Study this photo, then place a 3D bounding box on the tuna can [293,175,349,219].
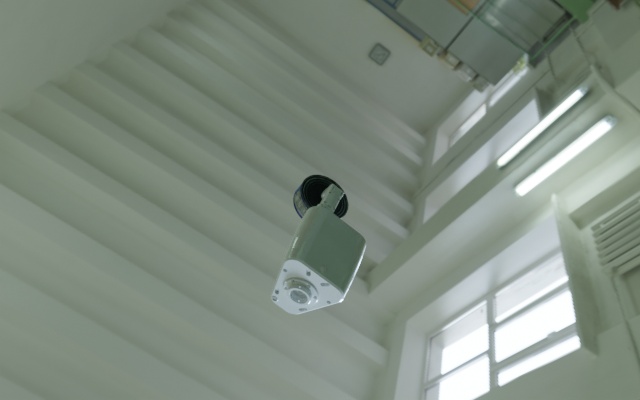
[{"bbox_3d":[0.000,0.003,0.768,0.086,0.086,0.034,0,-33,-35],"label":"tuna can"}]
